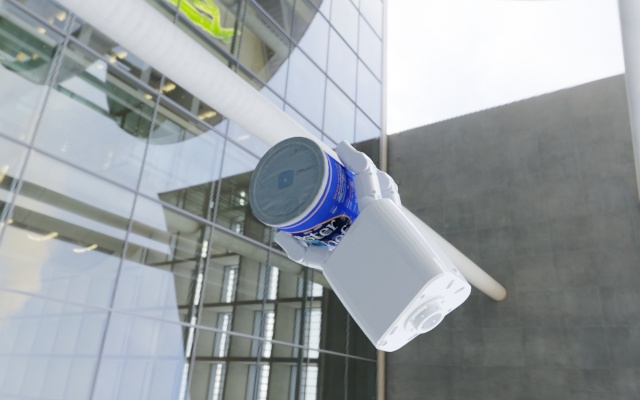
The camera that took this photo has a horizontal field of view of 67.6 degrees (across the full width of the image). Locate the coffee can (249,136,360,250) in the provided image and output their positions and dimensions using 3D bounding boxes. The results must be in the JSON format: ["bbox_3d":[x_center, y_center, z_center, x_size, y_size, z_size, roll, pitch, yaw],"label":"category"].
[{"bbox_3d":[0.000,0.002,0.560,0.103,0.102,0.140,0,-20,36],"label":"coffee can"}]
